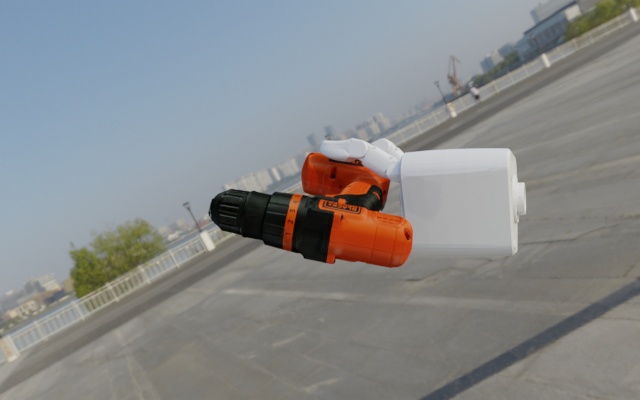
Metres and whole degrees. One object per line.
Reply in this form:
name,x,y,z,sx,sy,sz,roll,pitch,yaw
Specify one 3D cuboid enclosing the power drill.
power drill,0.000,0.001,0.491,0.184,0.057,0.187,12,22,5
